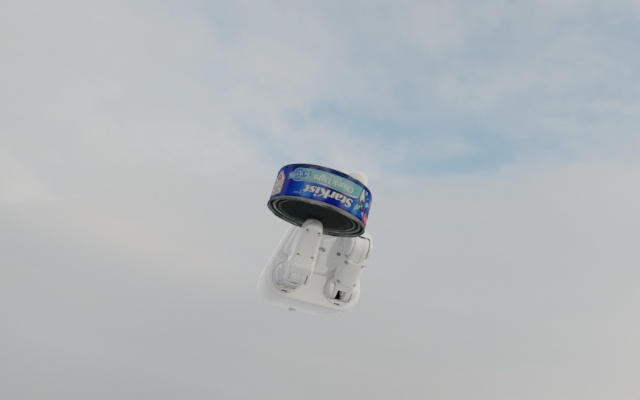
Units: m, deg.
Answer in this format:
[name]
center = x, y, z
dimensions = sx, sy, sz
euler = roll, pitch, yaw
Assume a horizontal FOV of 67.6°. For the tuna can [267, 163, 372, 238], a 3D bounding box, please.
[tuna can]
center = 0.000, 0.001, 0.408
dimensions = 0.086, 0.033, 0.086
euler = 15, -18, 5
